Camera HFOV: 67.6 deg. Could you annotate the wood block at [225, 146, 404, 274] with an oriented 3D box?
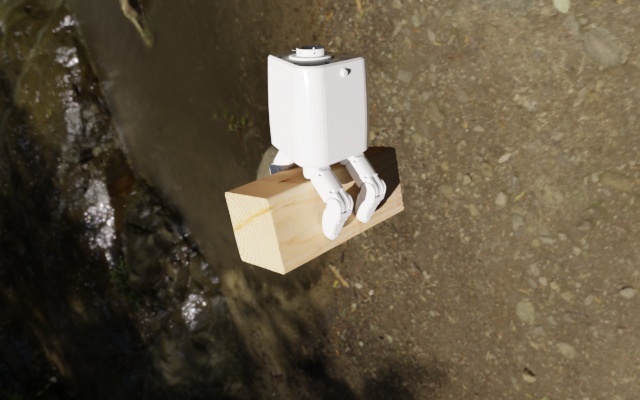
[{"bbox_3d":[0.000,0.002,0.595,0.206,0.090,0.091,-24,21,-37],"label":"wood block"}]
